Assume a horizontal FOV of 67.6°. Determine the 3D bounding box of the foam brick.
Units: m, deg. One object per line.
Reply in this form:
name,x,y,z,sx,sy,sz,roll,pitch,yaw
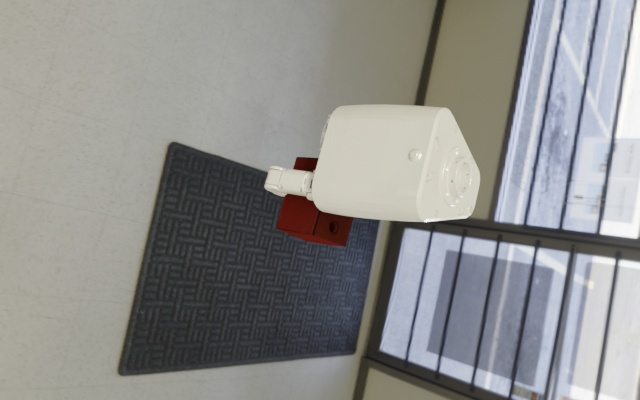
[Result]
foam brick,0.000,0.002,0.473,0.051,0.078,0.053,8,-11,40
